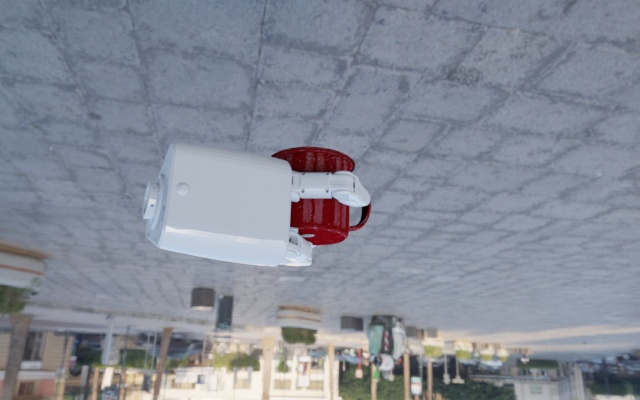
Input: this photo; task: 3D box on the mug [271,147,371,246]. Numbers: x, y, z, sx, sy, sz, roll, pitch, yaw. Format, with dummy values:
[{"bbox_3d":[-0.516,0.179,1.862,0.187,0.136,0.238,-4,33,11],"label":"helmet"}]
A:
[{"bbox_3d":[0.001,0.002,0.502,0.117,0.081,0.093,10,-19,-25],"label":"mug"}]
